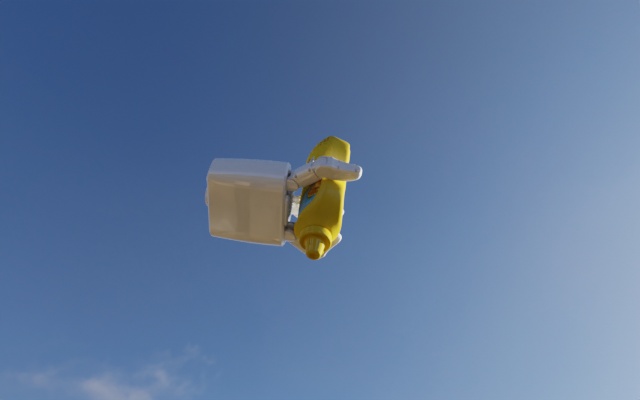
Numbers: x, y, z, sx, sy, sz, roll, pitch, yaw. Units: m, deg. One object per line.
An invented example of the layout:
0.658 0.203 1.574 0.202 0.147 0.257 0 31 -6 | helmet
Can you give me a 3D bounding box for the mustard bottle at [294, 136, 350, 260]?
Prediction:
0.000 0.002 0.653 0.058 0.191 0.096 24 -48 -14 | mustard bottle
